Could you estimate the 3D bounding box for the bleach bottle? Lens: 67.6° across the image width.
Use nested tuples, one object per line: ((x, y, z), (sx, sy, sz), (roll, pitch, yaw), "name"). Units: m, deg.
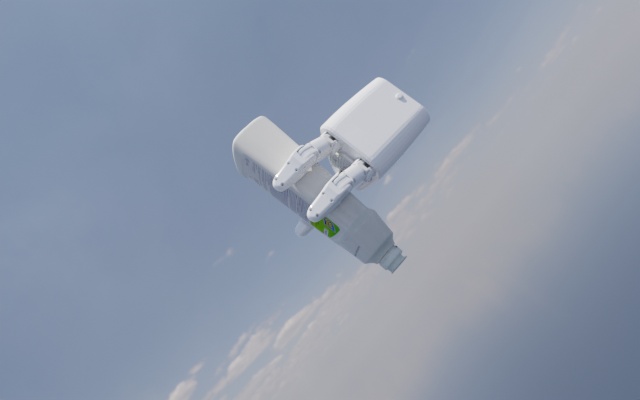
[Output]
((0.000, 0.002, 0.602), (0.251, 0.068, 0.103), (40, -17, 15), "bleach bottle")
